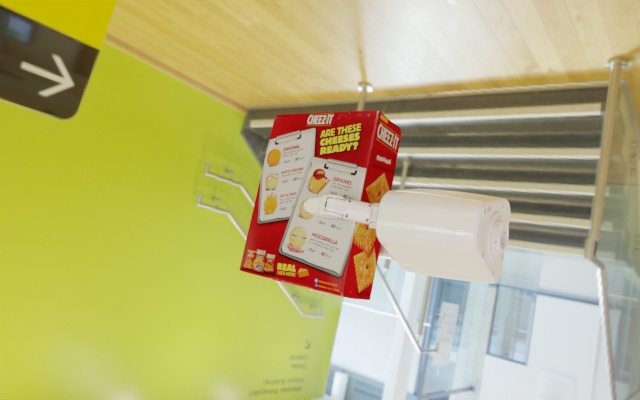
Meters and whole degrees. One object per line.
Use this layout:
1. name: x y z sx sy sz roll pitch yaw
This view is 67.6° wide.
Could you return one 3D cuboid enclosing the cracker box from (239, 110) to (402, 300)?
1. cracker box: 0.000 0.002 0.598 0.164 0.213 0.072 6 -11 37
